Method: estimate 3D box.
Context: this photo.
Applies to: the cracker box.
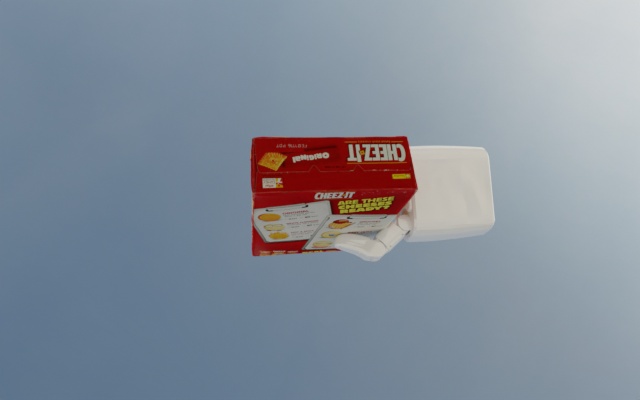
[{"bbox_3d":[0.000,0.002,0.564,0.164,0.072,0.214,-2,-22,-9],"label":"cracker box"}]
